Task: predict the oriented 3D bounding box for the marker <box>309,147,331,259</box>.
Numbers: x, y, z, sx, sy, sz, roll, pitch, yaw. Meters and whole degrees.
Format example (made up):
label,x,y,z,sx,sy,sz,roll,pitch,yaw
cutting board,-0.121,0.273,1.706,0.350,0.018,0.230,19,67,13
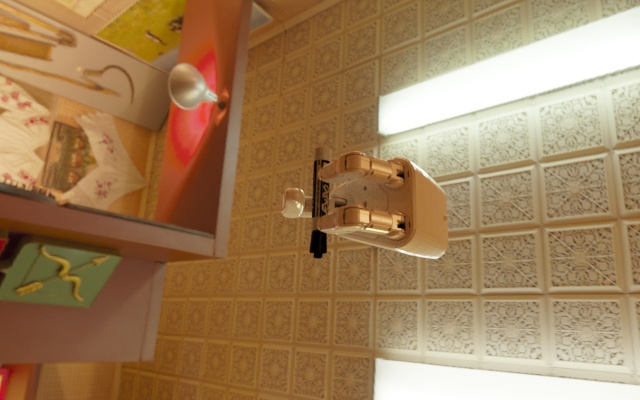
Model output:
label,x,y,z,sx,sy,sz,roll,pitch,yaw
marker,0.000,0.002,0.513,0.020,0.121,0.020,2,-15,1
